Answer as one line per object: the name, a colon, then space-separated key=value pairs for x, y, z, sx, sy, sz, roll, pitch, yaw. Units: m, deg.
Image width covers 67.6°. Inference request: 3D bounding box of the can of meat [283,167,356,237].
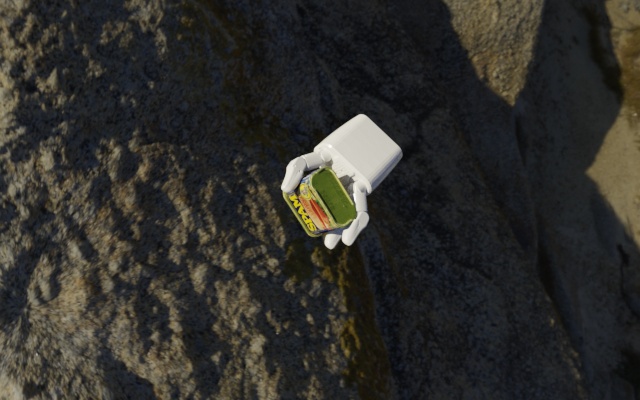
can of meat: x=0.000 y=0.002 z=0.759 sx=0.057 sy=0.102 sz=0.084 roll=-37 pitch=10 yaw=-33
